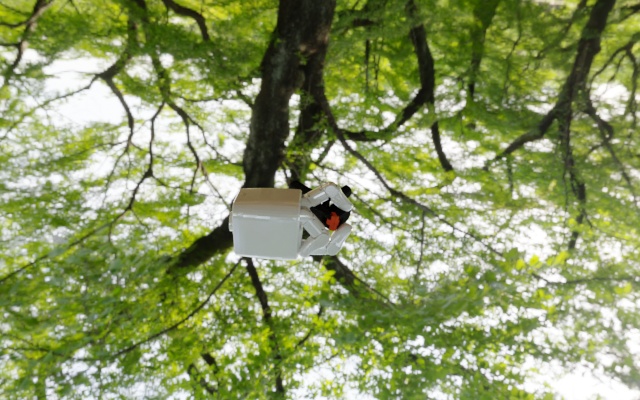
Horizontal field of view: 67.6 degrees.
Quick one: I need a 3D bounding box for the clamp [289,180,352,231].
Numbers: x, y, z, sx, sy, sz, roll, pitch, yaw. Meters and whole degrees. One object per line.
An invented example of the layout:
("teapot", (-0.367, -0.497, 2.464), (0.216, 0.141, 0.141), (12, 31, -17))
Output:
("clamp", (0.000, 0.003, 0.855), (0.120, 0.039, 0.171), (2, 20, -1))
